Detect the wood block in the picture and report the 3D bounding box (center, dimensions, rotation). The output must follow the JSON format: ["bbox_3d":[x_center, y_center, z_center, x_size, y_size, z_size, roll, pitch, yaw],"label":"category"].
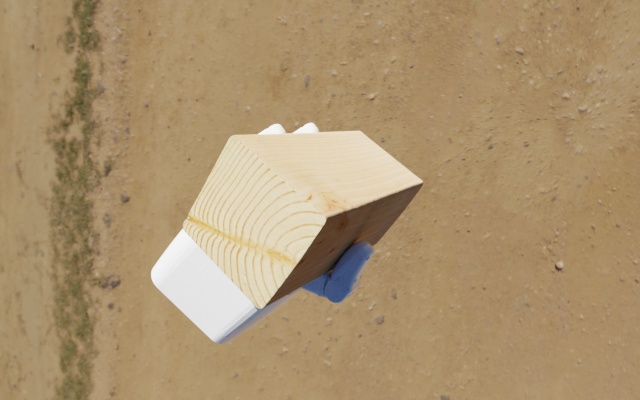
[{"bbox_3d":[0.000,0.002,0.411,0.091,0.090,0.206,42,25,16],"label":"wood block"}]
